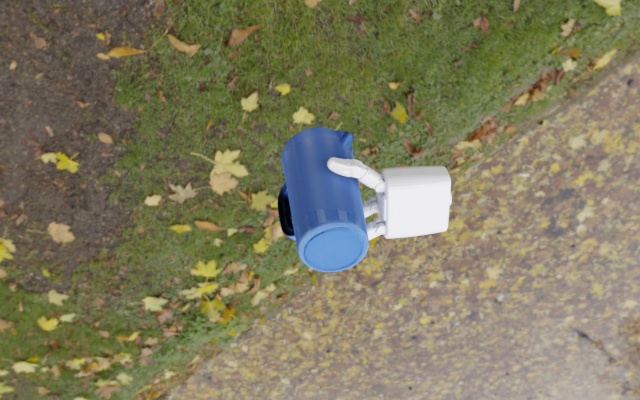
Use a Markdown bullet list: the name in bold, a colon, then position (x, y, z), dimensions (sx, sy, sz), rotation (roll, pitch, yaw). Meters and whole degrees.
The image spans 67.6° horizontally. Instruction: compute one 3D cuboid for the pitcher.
- **pitcher**: position (0.000, 0.003, 0.798), dimensions (0.145, 0.149, 0.242), rotation (-4, 41, -5)
